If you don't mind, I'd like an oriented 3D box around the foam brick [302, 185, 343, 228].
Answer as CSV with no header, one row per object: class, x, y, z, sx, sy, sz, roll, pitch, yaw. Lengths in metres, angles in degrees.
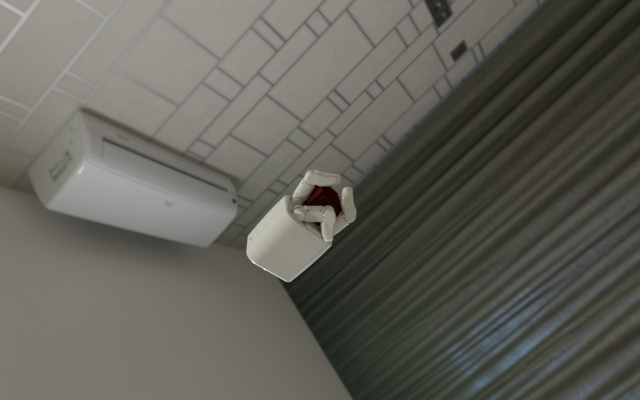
foam brick,0.000,0.003,0.842,0.053,0.051,0.078,41,13,-19
